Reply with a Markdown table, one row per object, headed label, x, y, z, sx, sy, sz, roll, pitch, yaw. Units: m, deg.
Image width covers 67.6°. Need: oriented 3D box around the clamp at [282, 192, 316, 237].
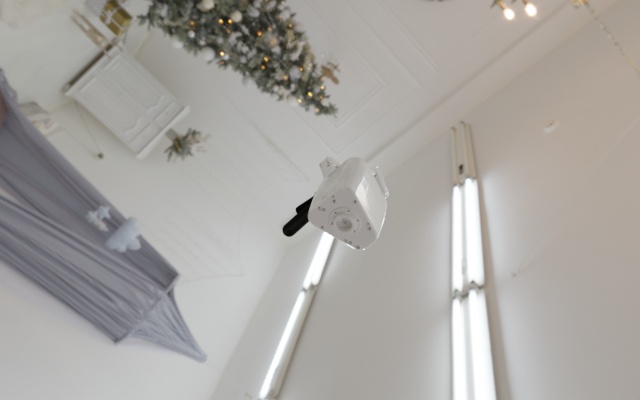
| label | x | y | z | sx | sy | sz | roll | pitch | yaw |
| --- | --- | --- | --- | --- | --- | --- | --- | --- | --- |
| clamp | 0.001 | 0.003 | 0.868 | 0.171 | 0.039 | 0.120 | -39 | 13 | 29 |
